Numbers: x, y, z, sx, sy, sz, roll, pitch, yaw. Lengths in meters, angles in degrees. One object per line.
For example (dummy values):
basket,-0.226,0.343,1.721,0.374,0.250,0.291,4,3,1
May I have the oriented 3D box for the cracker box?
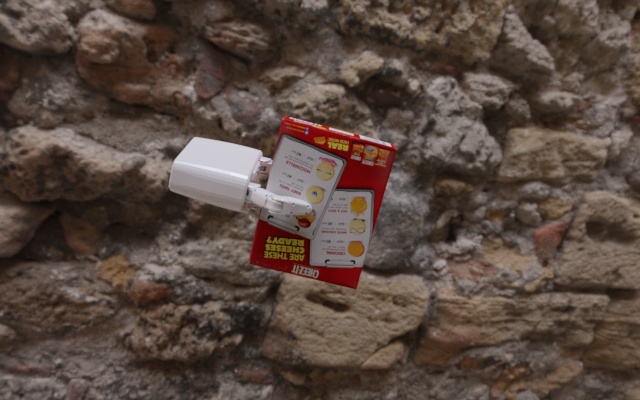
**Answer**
cracker box,0.000,0.002,0.693,0.164,0.214,0.072,14,13,-3
